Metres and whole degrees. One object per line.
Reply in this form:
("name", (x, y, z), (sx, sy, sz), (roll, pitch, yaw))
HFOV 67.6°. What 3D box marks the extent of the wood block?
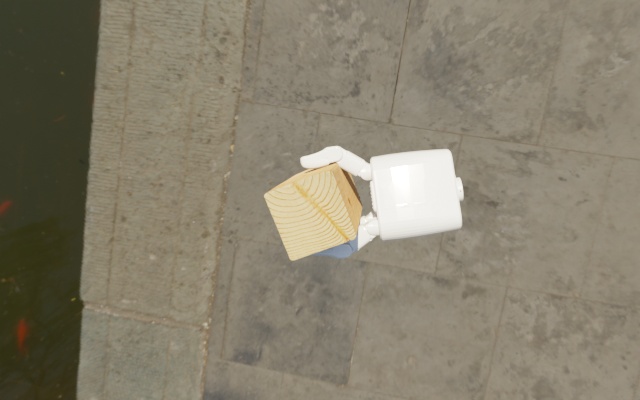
("wood block", (0.000, 0.002, 0.669), (0.090, 0.091, 0.206), (-20, 6, 10))
